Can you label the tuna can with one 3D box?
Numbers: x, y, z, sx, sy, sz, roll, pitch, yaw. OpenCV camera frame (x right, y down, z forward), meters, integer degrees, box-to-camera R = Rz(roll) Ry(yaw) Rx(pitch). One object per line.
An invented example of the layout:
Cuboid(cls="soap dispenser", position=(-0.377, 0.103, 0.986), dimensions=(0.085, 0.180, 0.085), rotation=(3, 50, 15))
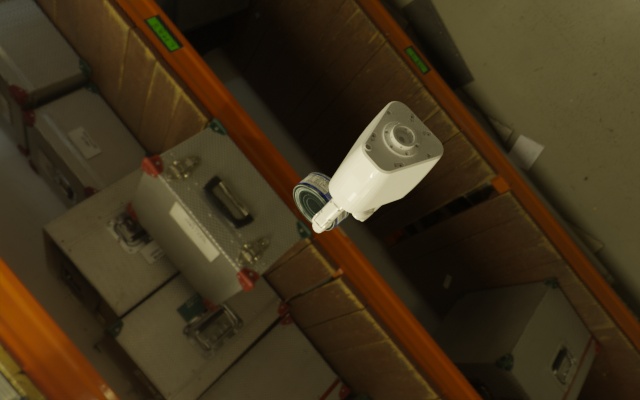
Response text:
Cuboid(cls="tuna can", position=(0.000, 0.003, 0.710), dimensions=(0.033, 0.086, 0.086), rotation=(-41, 22, -29))
